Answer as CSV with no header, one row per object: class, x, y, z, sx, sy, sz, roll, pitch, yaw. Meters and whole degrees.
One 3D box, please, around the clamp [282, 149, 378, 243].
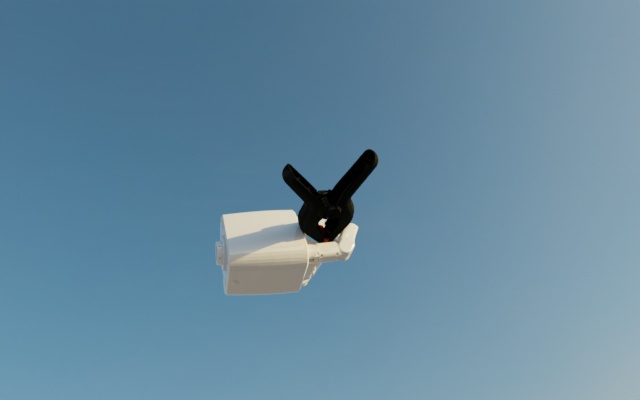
clamp,0.000,0.002,0.628,0.120,0.039,0.172,-1,-43,-16
